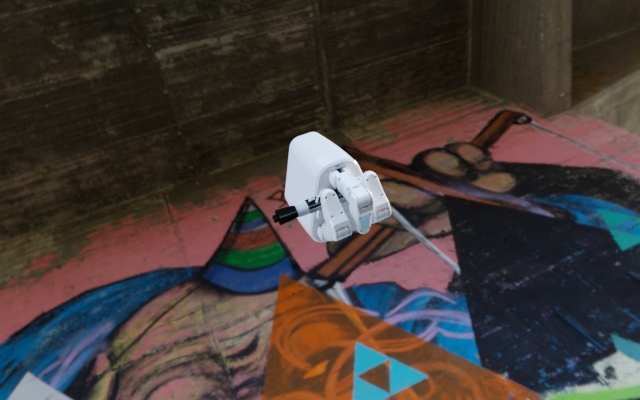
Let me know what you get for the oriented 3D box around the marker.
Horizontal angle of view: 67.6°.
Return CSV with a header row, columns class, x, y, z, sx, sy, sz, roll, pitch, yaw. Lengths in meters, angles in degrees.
class,x,y,z,sx,sy,sz,roll,pitch,yaw
marker,0.000,0.002,0.568,0.121,0.020,0.020,-20,6,-16
